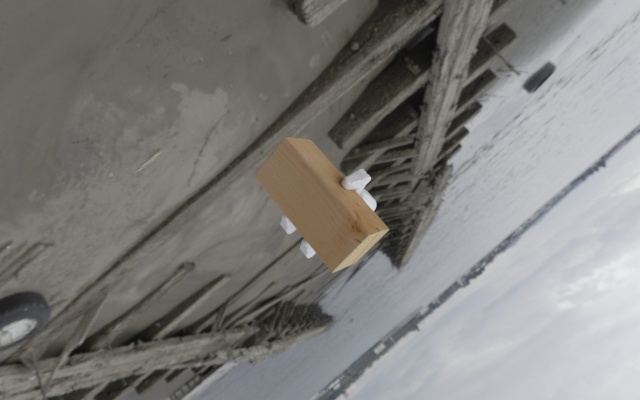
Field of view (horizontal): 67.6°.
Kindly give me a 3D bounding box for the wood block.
[{"bbox_3d":[0.001,0.002,0.772,0.091,0.206,0.090,-48,-18,22],"label":"wood block"}]
